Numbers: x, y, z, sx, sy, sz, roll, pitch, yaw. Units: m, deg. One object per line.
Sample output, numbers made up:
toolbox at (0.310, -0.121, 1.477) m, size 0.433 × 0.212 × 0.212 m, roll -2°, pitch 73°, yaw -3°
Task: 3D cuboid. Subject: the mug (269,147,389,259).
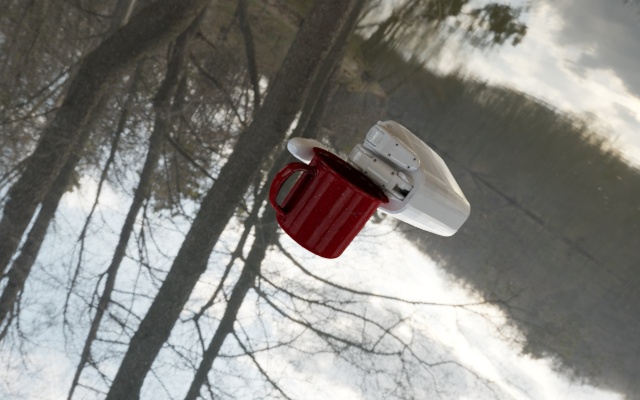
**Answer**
mug at (-0.001, 0.001, 0.476) m, size 0.117 × 0.081 × 0.093 m, roll 23°, pitch 19°, yaw -40°
